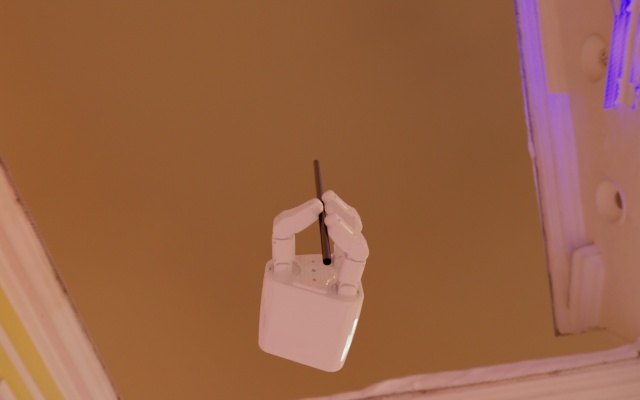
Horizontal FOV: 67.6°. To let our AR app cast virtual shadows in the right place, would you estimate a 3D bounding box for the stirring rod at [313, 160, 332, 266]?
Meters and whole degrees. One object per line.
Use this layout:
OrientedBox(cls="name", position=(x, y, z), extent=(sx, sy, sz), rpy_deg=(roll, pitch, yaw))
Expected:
OrientedBox(cls="stirring rod", position=(0.000, 0.002, 0.532), extent=(0.011, 0.011, 0.239), rpy_deg=(0, 26, -3))
